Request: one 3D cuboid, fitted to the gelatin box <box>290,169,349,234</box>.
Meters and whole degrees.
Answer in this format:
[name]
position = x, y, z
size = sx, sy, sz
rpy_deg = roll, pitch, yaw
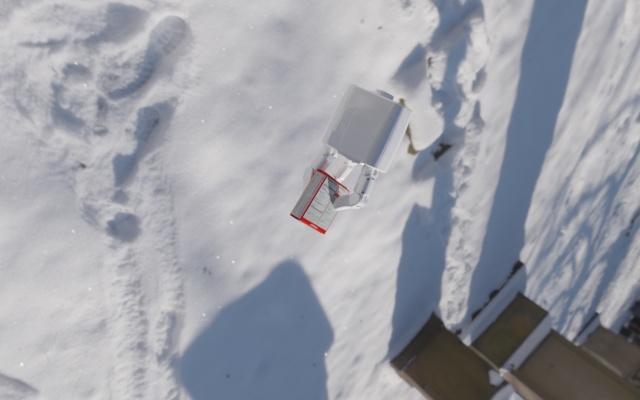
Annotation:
[gelatin box]
position = 0.000, 0.003, 0.784
size = 0.030, 0.089, 0.073
rpy_deg = 28, -3, 40
